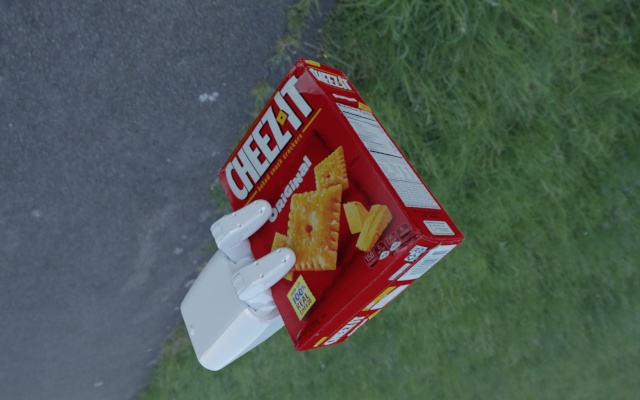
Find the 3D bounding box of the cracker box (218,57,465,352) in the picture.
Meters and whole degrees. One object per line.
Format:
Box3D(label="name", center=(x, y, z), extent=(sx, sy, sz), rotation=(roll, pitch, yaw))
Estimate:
Box3D(label="cracker box", center=(0.000, 0.002, 0.443), extent=(0.072, 0.213, 0.164), rotation=(6, -45, -47))
